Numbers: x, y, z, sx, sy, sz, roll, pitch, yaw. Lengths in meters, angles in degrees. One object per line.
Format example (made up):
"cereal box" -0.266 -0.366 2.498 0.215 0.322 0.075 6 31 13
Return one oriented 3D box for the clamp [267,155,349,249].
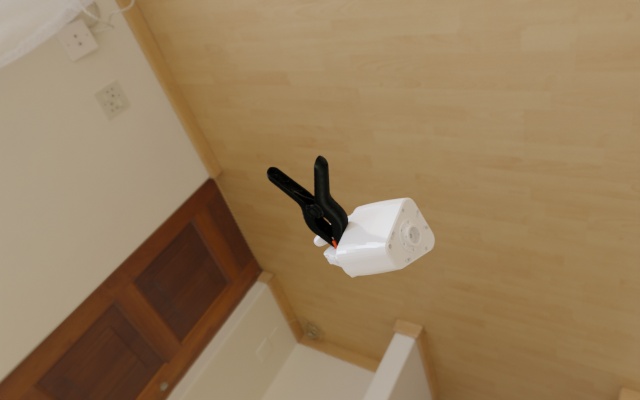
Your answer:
"clamp" 0.000 0.003 0.750 0.120 0.171 0.039 -15 30 51
